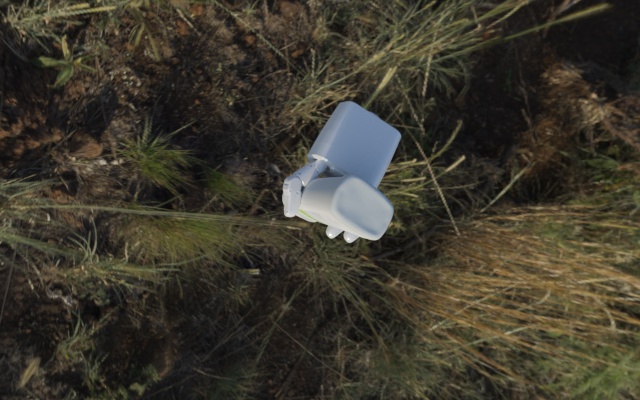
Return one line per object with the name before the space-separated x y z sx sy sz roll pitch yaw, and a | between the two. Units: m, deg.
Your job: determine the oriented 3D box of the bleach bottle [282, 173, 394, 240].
bleach bottle | 0.000 0.003 0.742 0.102 0.068 0.251 35 -13 -27
